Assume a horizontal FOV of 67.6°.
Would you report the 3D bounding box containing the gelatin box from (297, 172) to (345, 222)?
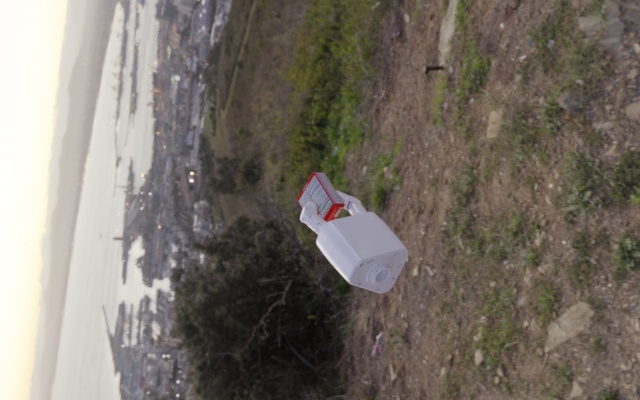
[{"bbox_3d":[0.000,0.003,0.881,0.030,0.073,0.089,1,44,-39],"label":"gelatin box"}]
